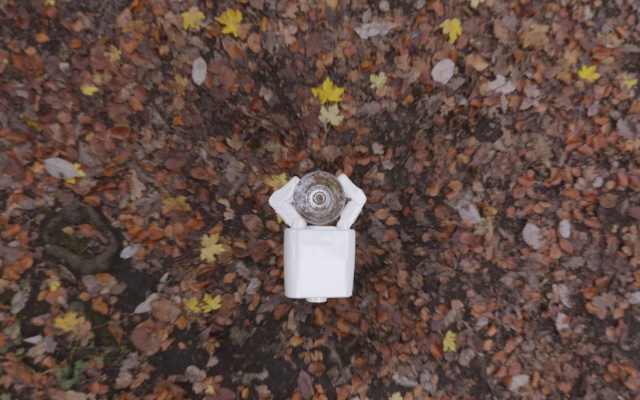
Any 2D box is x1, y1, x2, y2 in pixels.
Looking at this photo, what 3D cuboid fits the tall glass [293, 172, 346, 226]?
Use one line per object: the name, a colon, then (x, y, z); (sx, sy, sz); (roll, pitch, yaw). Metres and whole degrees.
tall glass: (0.000, 0.002, 0.766); (0.079, 0.079, 0.201); (0, -3, 1)
